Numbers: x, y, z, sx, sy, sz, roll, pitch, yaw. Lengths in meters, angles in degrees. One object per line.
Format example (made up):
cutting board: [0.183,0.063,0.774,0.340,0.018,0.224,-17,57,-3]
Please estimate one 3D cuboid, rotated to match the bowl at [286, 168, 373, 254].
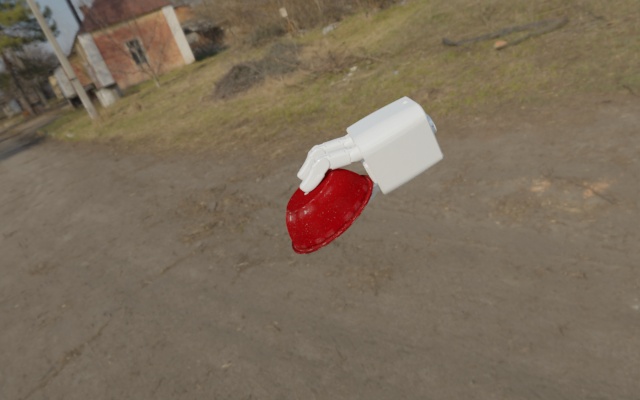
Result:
bowl: [-0.001,0.003,0.719,0.055,0.162,0.162,46,-20,-20]
